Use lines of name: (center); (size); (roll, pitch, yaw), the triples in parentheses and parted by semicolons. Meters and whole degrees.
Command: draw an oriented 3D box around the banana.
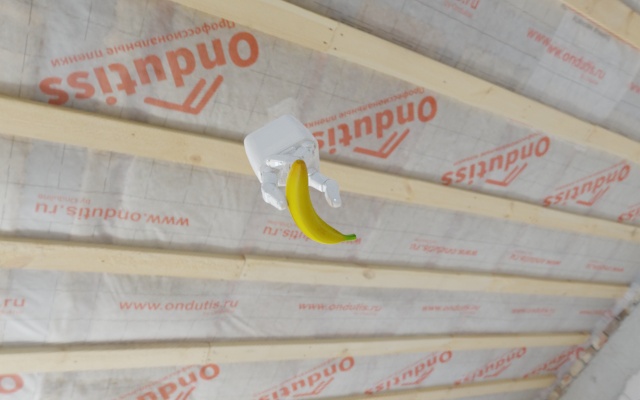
banana: (-0.014, 0.015, 0.758); (0.069, 0.198, 0.037); (-35, 41, 1)
